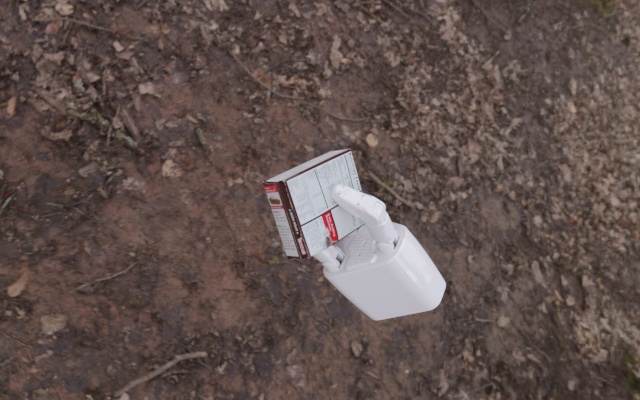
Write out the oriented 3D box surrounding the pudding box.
[{"bbox_3d":[0.000,0.002,0.523,0.039,0.090,0.113,-6,17,45],"label":"pudding box"}]
